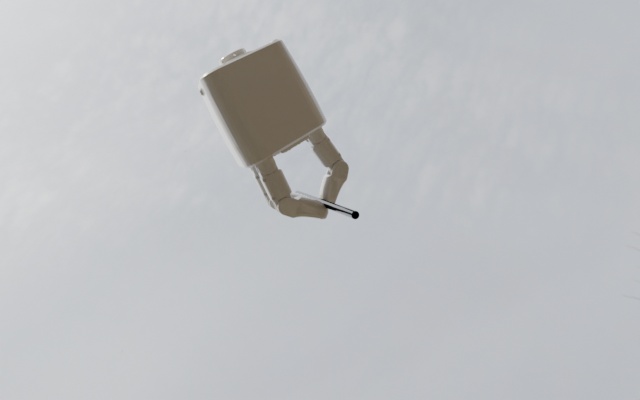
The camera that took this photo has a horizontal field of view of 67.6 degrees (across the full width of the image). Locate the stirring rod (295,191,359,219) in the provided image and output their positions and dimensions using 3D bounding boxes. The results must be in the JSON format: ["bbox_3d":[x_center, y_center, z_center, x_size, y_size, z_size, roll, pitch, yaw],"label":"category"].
[{"bbox_3d":[0.000,0.002,0.561,0.011,0.011,0.239,0,6,-16],"label":"stirring rod"}]
